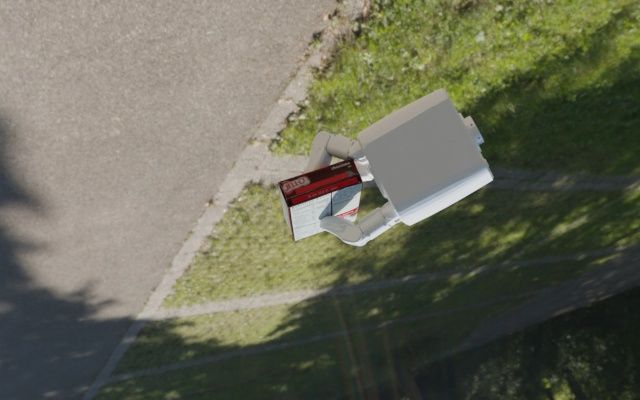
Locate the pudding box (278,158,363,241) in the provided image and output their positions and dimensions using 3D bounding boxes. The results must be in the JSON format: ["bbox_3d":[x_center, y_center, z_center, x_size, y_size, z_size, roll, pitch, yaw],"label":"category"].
[{"bbox_3d":[0.000,0.002,0.569,0.090,0.039,0.113,-18,-25,-8],"label":"pudding box"}]
